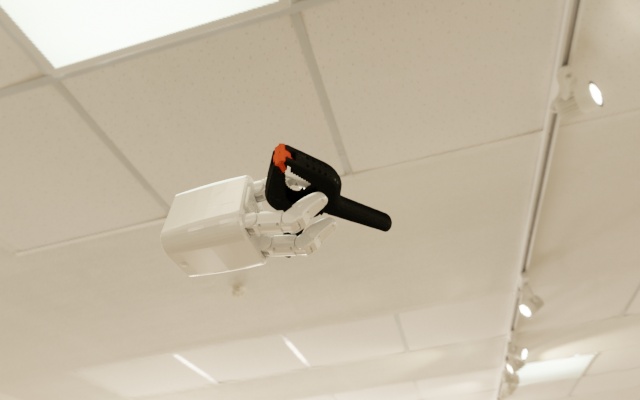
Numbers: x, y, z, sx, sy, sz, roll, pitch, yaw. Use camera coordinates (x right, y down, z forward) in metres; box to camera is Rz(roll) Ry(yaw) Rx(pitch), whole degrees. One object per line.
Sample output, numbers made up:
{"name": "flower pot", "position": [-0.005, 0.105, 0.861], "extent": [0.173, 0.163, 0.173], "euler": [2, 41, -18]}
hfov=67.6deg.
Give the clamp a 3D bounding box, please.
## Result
{"name": "clamp", "position": [0.000, 0.001, 0.607], "extent": [0.164, 0.036, 0.210], "euler": [-13, -38, 7]}
